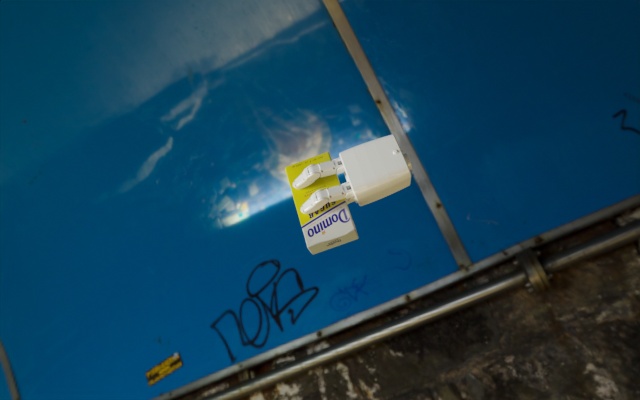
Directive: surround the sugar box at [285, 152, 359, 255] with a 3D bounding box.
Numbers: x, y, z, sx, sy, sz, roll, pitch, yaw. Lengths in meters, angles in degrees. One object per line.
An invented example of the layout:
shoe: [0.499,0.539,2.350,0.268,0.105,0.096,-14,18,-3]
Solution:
sugar box: [0.000,0.003,0.890,0.093,0.176,0.048,-20,-30,4]
